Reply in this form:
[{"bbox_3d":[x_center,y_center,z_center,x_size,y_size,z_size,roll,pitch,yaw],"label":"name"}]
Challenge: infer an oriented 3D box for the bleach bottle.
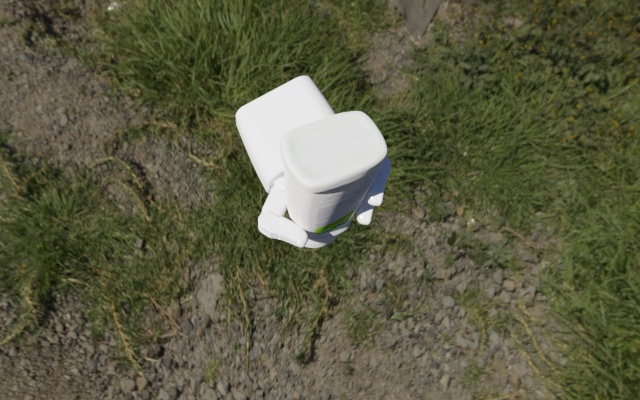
[{"bbox_3d":[0.000,0.002,0.551,0.102,0.068,0.251,-22,-21,-17],"label":"bleach bottle"}]
